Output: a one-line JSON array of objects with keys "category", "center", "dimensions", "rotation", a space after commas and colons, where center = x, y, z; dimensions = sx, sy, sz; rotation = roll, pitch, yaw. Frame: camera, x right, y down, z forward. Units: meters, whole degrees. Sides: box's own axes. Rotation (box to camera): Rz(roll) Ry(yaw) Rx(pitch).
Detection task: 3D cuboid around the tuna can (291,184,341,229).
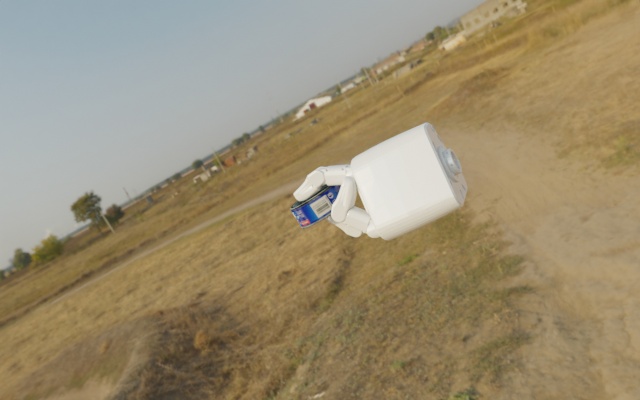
[{"category": "tuna can", "center": [0.000, 0.002, 0.679], "dimensions": [0.086, 0.034, 0.086], "rotation": [-33, 8, 5]}]
